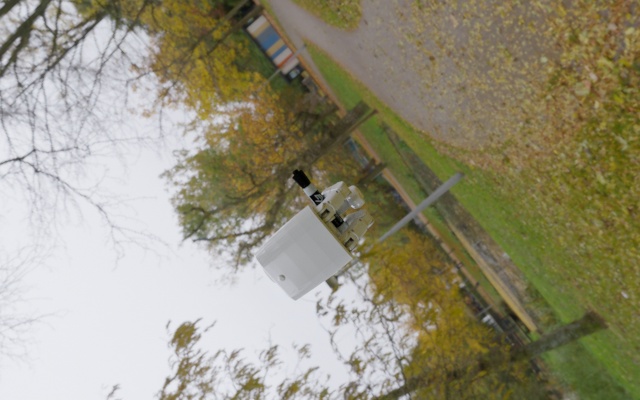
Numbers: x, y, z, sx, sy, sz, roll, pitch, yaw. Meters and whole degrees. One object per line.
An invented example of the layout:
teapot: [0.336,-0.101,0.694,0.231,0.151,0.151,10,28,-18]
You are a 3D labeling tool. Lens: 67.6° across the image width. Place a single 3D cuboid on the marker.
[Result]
marker: [0.000,0.002,0.704,0.020,0.121,0.020,-37,14,11]
